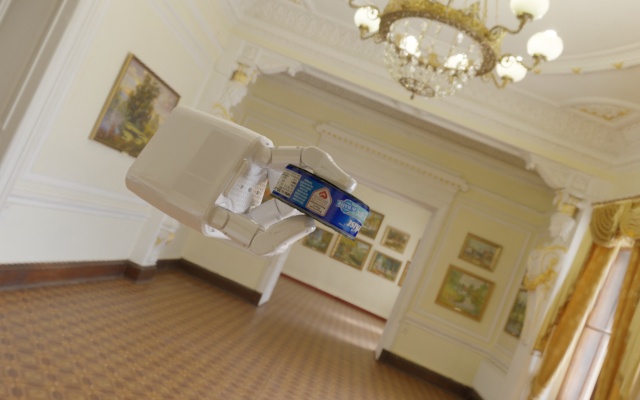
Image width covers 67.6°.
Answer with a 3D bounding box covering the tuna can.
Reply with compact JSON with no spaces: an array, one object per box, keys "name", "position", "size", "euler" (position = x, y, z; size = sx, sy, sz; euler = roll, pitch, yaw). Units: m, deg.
[{"name":"tuna can","position":[0.000,0.001,0.425],"size":[0.086,0.034,0.086],"euler":[28,-2,1]}]
